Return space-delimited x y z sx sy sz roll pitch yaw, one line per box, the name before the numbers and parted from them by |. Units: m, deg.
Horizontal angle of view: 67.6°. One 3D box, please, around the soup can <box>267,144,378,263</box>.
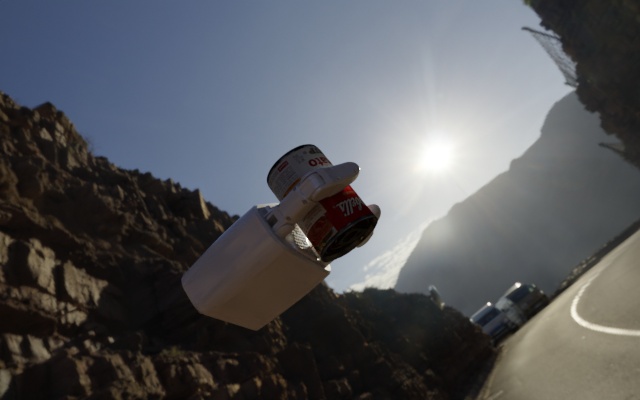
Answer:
soup can | 0.000 0.001 0.480 0.068 0.102 0.068 -32 -23 -15
